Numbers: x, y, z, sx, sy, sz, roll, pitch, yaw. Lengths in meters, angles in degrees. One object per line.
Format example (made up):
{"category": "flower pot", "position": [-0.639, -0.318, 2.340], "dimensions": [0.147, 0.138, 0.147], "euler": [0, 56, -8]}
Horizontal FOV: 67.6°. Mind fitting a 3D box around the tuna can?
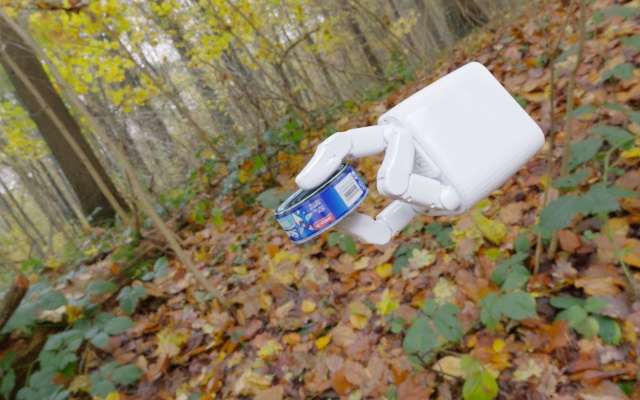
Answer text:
{"category": "tuna can", "position": [0.000, 0.001, 0.440], "dimensions": [0.086, 0.034, 0.086], "euler": [-34, 10, 7]}
